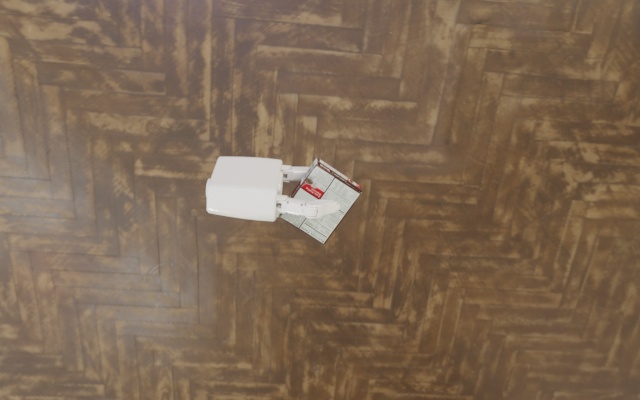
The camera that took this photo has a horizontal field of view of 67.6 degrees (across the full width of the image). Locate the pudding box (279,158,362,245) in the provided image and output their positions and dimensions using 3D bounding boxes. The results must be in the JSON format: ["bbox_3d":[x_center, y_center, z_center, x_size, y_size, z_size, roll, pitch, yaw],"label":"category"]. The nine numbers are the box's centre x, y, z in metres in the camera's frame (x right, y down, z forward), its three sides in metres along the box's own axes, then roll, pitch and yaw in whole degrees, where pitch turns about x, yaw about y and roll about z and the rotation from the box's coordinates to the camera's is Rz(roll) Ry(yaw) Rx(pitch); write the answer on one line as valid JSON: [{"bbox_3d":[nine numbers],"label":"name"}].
[{"bbox_3d":[0.000,0.003,0.773,0.090,0.113,0.039,33,18,-10],"label":"pudding box"}]
